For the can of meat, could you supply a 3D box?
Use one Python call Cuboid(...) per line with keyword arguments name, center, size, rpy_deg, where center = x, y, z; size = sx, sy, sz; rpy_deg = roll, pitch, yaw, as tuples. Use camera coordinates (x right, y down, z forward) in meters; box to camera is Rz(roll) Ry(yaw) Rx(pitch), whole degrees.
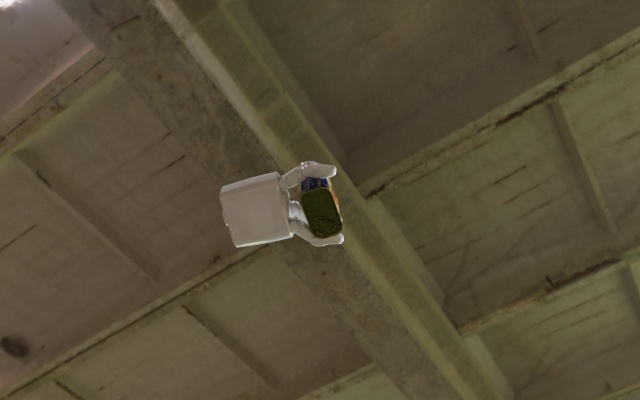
Cuboid(name="can of meat", center=(0.000, 0.003, 0.853), size=(0.057, 0.102, 0.084), rpy_deg=(-17, 30, 6))
